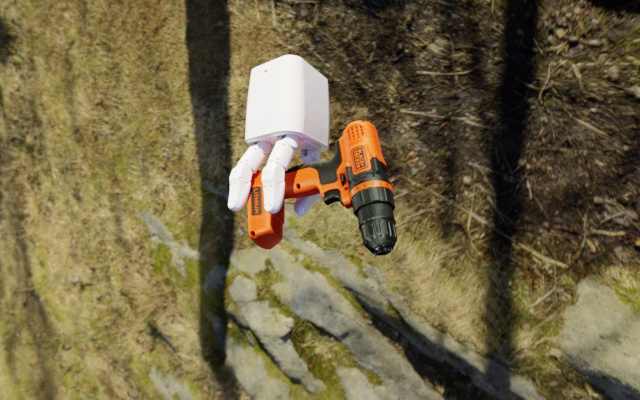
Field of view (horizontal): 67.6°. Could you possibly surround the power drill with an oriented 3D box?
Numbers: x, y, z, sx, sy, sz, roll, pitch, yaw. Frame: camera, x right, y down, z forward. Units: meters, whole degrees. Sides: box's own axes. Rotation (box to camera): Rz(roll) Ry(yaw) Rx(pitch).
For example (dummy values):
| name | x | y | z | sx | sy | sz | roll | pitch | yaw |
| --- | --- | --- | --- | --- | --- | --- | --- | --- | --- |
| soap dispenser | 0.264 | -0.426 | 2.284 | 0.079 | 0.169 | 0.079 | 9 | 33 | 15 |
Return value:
| name | x | y | z | sx | sy | sz | roll | pitch | yaw |
| --- | --- | --- | --- | --- | --- | --- | --- | --- | --- |
| power drill | 0.000 | 0.002 | 0.607 | 0.187 | 0.184 | 0.057 | -17 | -34 | 17 |
